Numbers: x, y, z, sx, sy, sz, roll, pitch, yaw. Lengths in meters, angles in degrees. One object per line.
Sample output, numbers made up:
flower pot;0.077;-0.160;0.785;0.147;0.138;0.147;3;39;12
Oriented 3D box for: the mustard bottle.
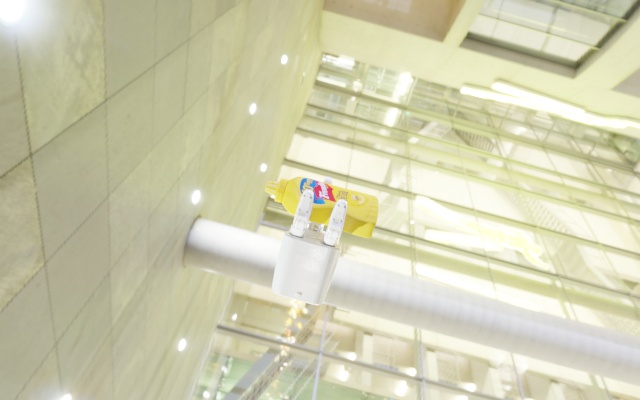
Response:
mustard bottle;0.000;0.002;0.807;0.191;0.058;0.096;16;32;-2
